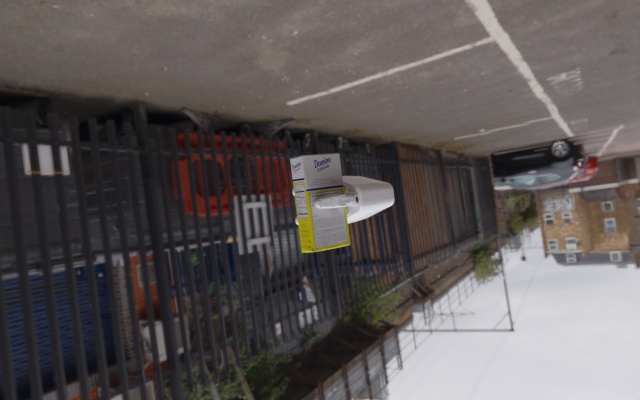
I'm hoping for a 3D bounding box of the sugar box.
[{"bbox_3d":[0.000,0.003,0.889,0.093,0.176,0.048,-7,-1,-40],"label":"sugar box"}]
